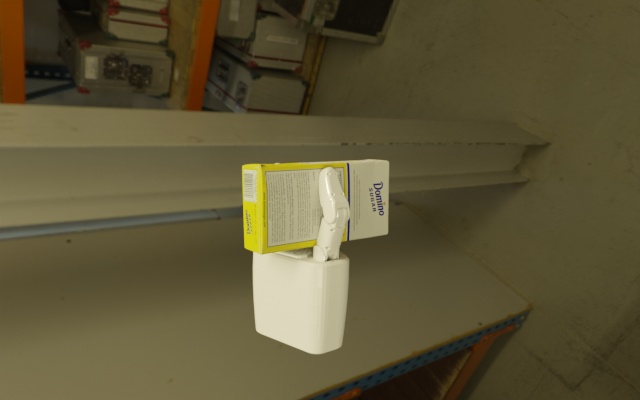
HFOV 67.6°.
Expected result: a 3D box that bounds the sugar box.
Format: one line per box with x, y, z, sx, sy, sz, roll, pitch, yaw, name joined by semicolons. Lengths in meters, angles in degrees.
0.000;0.002;0.544;0.176;0.093;0.048;-5;9;-37;sugar box
